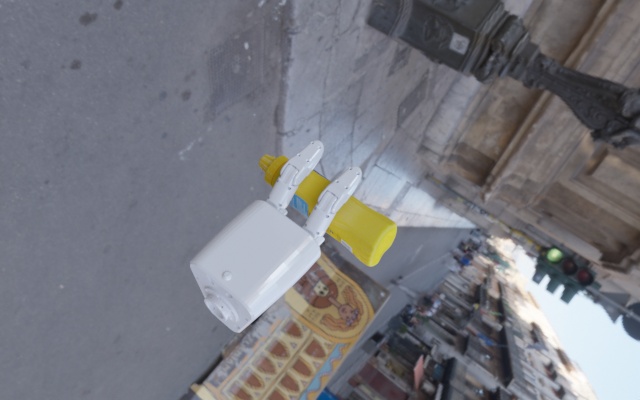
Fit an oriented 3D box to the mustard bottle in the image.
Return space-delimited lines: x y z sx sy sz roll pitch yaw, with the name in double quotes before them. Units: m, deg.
"mustard bottle" 0.001 0.002 0.583 0.191 0.058 0.096 35 -9 17
